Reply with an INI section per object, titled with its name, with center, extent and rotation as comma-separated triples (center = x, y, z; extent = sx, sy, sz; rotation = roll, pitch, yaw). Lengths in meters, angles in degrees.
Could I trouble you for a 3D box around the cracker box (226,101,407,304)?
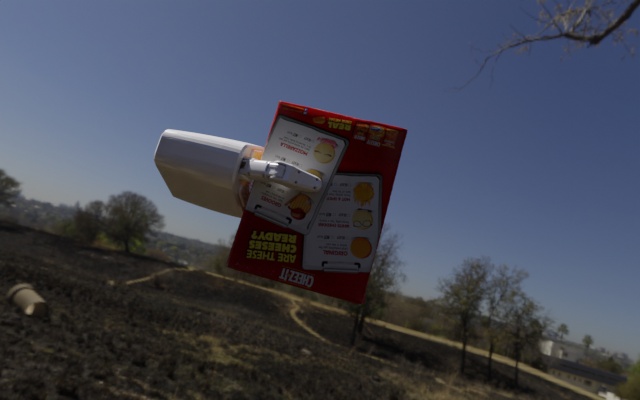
[cracker box]
center = 0.000, 0.002, 0.585
extent = 0.164, 0.213, 0.072
rotation = 14, -11, 9
